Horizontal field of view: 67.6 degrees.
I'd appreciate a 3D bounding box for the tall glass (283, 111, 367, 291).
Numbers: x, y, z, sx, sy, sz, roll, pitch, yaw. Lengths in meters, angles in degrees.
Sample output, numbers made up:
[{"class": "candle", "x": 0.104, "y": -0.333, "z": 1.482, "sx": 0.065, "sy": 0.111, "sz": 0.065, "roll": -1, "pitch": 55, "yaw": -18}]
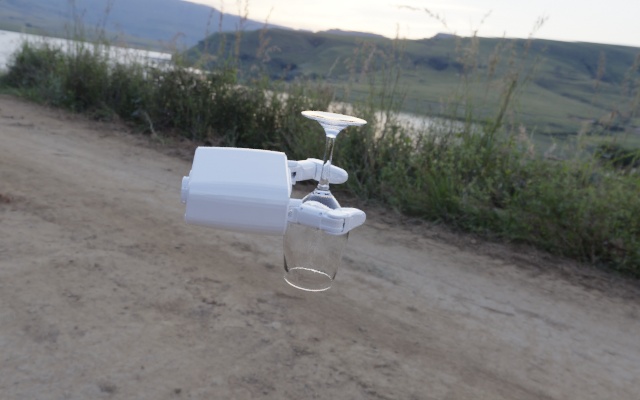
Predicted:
[{"class": "tall glass", "x": 0.000, "y": 0.001, "z": 0.559, "sx": 0.079, "sy": 0.201, "sz": 0.079, "roll": 8, "pitch": 16, "yaw": -2}]
